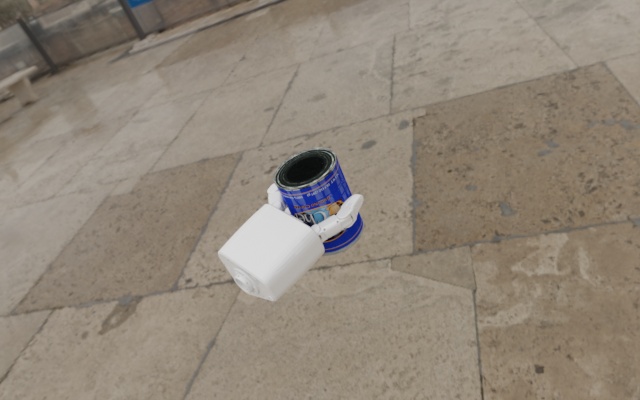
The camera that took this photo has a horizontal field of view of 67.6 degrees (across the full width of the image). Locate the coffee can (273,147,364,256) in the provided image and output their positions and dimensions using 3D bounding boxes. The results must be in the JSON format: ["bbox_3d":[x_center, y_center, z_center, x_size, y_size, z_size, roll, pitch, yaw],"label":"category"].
[{"bbox_3d":[0.000,0.002,0.754,0.103,0.140,0.102,-16,35,12],"label":"coffee can"}]
